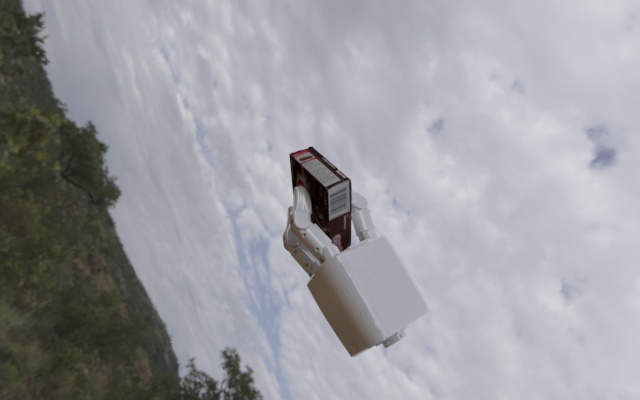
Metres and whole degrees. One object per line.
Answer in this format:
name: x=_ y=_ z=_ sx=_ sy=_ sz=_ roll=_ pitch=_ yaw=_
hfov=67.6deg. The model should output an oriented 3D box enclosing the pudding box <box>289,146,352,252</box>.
pudding box: x=0.000 y=0.002 z=0.601 sx=0.039 sy=0.114 sz=0.090 roll=-22 pitch=43 yaw=-25
